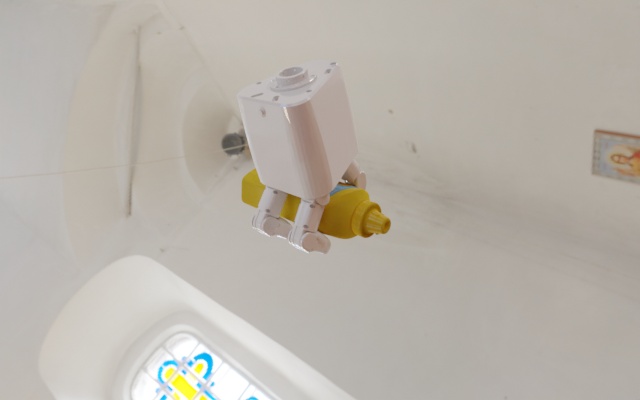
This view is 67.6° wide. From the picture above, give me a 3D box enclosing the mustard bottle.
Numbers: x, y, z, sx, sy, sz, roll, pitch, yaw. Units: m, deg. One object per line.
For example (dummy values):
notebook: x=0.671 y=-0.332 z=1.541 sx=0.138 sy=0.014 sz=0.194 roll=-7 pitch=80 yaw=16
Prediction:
mustard bottle: x=0.000 y=0.002 z=0.569 sx=0.191 sy=0.058 sz=0.096 roll=19 pitch=22 yaw=38
